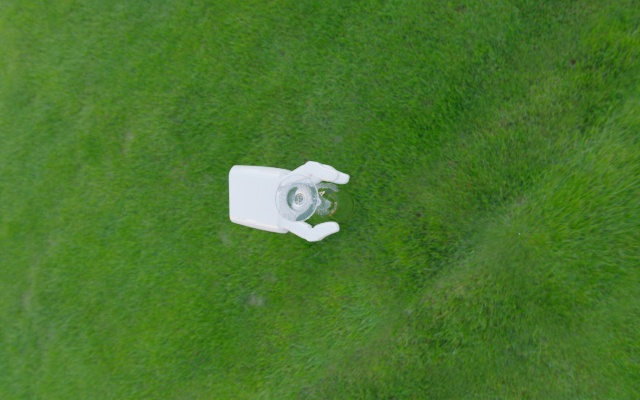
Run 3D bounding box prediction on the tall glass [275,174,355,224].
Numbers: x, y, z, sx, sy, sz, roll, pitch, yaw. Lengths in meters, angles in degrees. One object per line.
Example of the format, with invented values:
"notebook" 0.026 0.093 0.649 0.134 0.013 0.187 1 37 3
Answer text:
"tall glass" 0.000 0.003 0.829 0.079 0.079 0.201 0 -4 23
